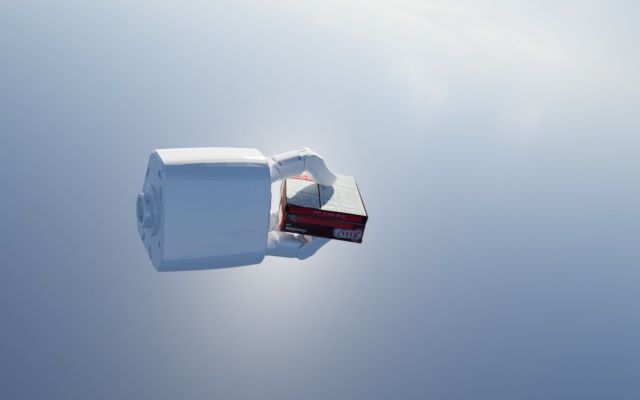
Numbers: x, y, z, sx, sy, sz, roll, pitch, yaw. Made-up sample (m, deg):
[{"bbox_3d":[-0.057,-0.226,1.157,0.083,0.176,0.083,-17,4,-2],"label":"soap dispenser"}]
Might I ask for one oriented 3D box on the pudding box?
[{"bbox_3d":[0.000,0.002,0.540,0.090,0.039,0.113,10,26,-9],"label":"pudding box"}]
